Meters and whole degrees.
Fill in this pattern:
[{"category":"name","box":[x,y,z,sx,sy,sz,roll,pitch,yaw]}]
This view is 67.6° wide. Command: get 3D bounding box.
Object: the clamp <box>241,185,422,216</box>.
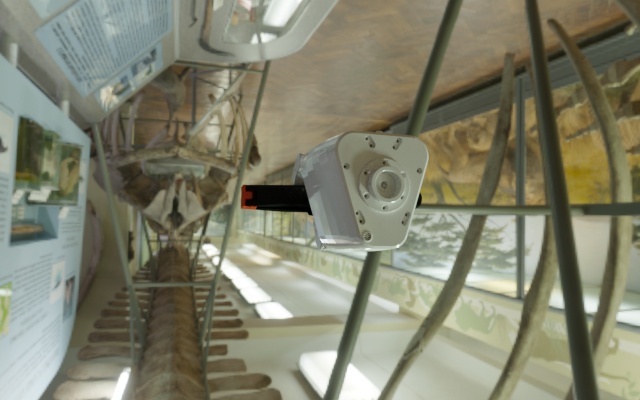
[{"category":"clamp","box":[0.000,0.003,0.615,0.210,0.036,0.164,2,-7,-17]}]
